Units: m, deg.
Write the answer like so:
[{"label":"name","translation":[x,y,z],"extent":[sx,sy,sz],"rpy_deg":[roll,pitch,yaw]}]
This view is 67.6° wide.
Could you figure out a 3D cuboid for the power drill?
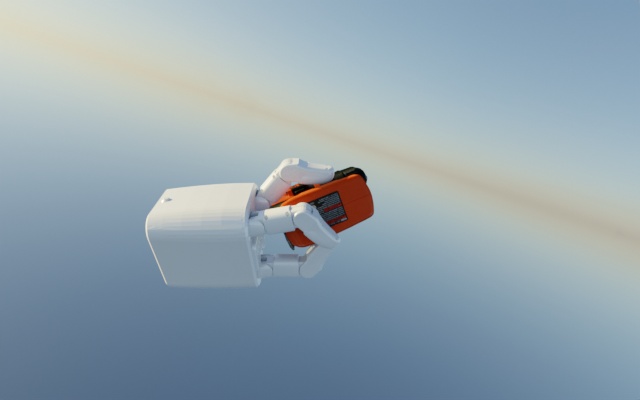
[{"label":"power drill","translation":[0.000,0.002,0.608],"extent":[0.184,0.057,0.187],"rpy_deg":[-24,7,-13]}]
